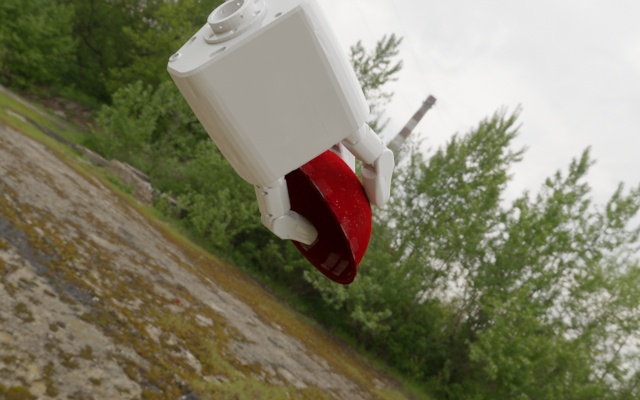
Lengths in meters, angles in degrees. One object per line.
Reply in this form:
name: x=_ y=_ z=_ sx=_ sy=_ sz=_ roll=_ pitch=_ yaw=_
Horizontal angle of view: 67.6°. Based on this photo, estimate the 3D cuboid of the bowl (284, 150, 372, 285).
bowl: x=0.001 y=0.002 z=0.471 sx=0.055 sy=0.162 sz=0.162 roll=-34 pitch=13 yaw=-21
